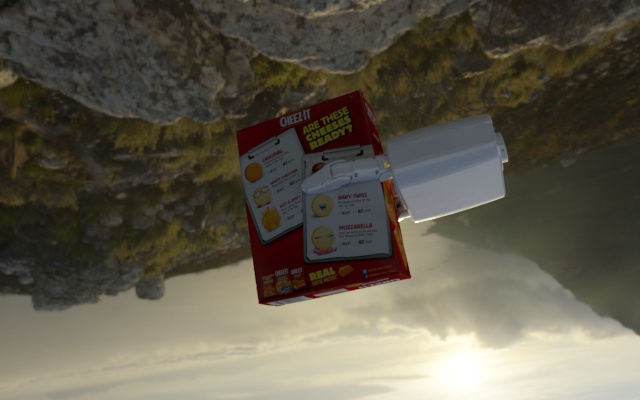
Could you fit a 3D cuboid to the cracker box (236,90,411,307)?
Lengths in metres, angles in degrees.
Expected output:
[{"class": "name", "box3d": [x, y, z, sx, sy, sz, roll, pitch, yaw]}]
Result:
[{"class": "cracker box", "box3d": [0.000, 0.002, 0.557, 0.164, 0.213, 0.072, -15, -18, 16]}]
